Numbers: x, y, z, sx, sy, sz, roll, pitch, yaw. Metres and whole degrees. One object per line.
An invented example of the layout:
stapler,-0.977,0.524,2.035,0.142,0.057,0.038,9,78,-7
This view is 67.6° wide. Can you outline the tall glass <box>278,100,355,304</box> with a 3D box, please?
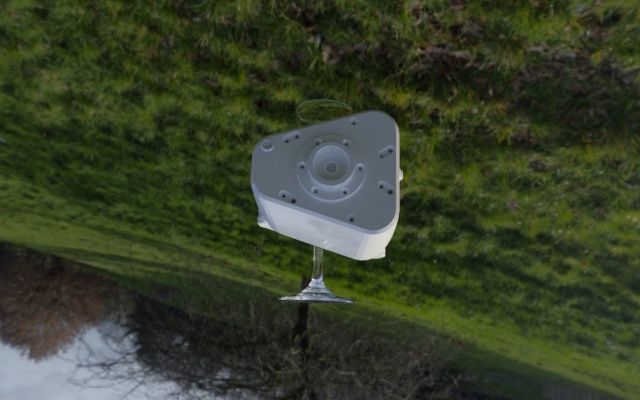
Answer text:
tall glass,0.000,0.002,0.488,0.079,0.201,0.079,2,-14,1
